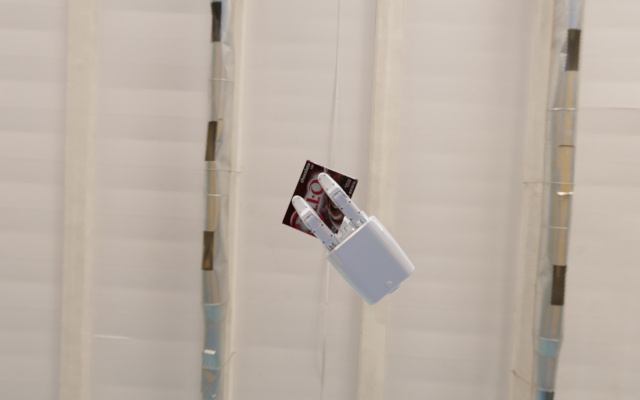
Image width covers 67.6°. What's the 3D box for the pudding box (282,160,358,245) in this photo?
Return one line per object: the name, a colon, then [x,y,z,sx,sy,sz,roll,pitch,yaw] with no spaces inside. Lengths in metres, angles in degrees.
pudding box: [0.000,0.003,0.770,0.090,0.113,0.039,22,2,5]
